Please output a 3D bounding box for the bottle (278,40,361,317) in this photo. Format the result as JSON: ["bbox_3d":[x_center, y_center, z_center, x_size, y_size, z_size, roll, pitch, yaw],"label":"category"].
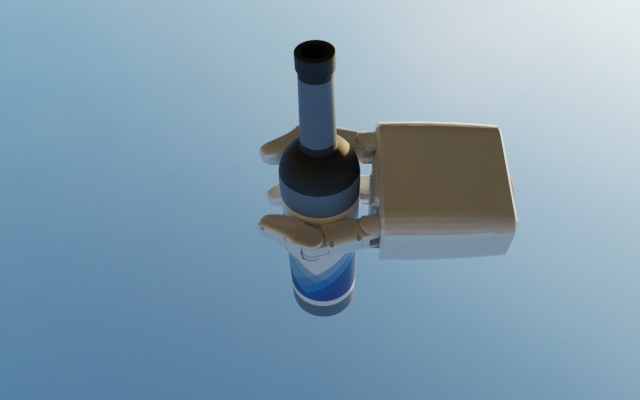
[{"bbox_3d":[0.000,0.002,0.414,0.069,0.069,0.296,0,-41,2],"label":"bottle"}]
